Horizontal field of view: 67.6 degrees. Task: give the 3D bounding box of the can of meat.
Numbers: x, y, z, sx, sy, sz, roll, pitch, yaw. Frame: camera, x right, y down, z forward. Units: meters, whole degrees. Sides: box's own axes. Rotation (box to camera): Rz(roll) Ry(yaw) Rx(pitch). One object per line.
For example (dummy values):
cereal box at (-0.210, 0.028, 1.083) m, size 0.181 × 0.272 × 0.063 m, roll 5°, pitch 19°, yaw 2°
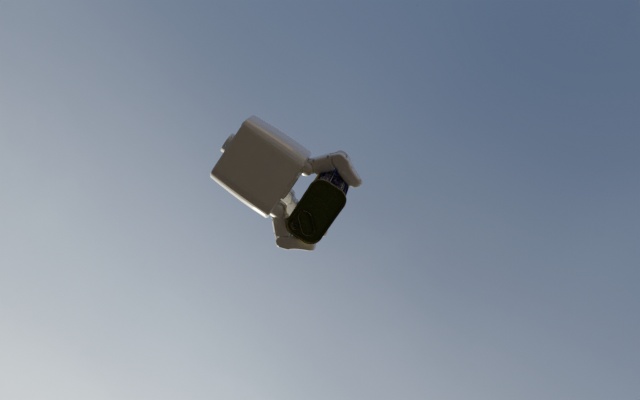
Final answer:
can of meat at (0.000, 0.002, 0.713) m, size 0.057 × 0.102 × 0.084 m, roll 33°, pitch 24°, yaw -3°
